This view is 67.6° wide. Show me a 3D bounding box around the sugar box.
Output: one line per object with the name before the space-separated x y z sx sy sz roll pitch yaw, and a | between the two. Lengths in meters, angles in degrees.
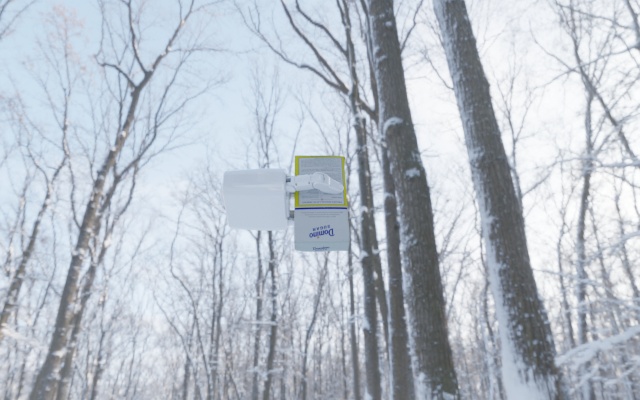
sugar box | 0.000 0.003 0.834 0.093 0.176 0.048 0 -29 -1
